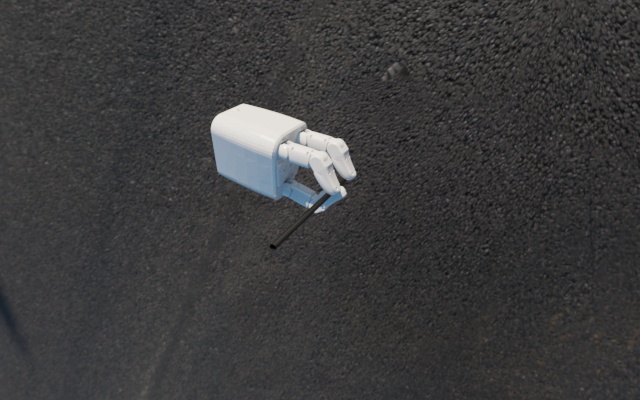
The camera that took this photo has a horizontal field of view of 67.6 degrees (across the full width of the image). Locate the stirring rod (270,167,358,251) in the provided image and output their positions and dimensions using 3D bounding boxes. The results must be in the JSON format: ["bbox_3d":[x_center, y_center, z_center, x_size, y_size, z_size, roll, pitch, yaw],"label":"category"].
[{"bbox_3d":[0.000,0.002,0.612,0.011,0.011,0.239,0,24,28],"label":"stirring rod"}]
